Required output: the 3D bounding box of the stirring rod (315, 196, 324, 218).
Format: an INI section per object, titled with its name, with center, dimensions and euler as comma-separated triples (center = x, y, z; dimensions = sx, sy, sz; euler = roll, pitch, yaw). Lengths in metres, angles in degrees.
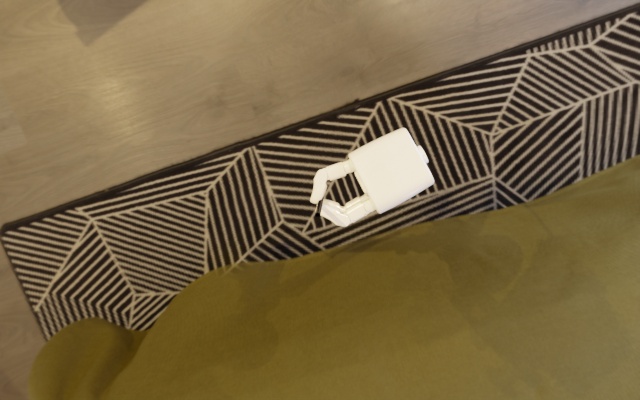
[stirring rod]
center = 0.000, 0.003, 0.815
dimensions = 0.011, 0.011, 0.239
euler = 0, 9, 2
